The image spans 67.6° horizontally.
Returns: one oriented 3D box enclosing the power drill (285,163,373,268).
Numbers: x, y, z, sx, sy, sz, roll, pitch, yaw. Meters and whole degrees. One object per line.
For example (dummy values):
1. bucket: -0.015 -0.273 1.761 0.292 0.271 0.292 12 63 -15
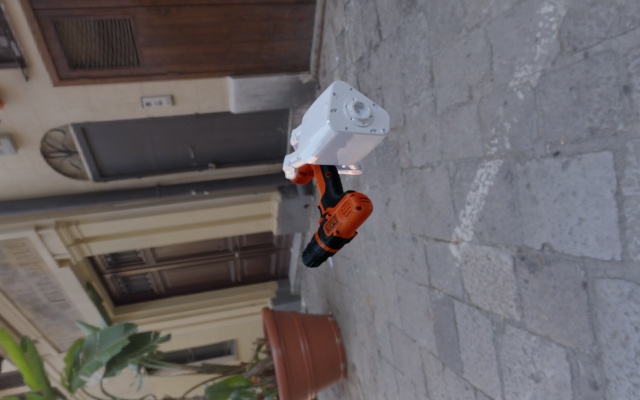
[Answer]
1. power drill: 0.000 0.002 0.836 0.057 0.187 0.184 3 -40 -40
